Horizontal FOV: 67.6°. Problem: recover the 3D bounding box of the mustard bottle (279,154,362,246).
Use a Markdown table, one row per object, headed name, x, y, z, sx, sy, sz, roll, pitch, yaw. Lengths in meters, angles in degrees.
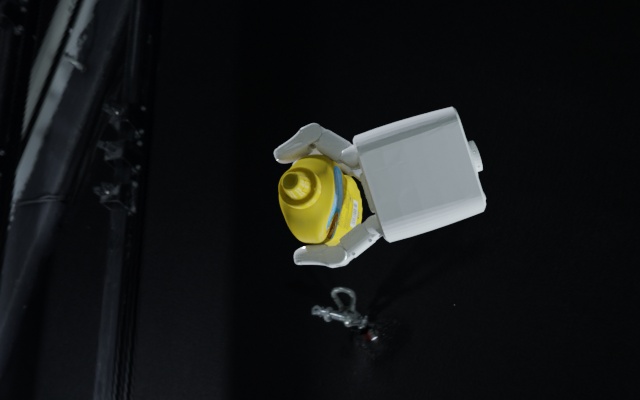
| name | x | y | z | sx | sy | sz | roll | pitch | yaw |
| --- | --- | --- | --- | --- | --- | --- | --- | --- | --- |
| mustard bottle | 0.000 | 0.002 | 0.529 | 0.058 | 0.096 | 0.192 | 6 | -10 | 18 |
